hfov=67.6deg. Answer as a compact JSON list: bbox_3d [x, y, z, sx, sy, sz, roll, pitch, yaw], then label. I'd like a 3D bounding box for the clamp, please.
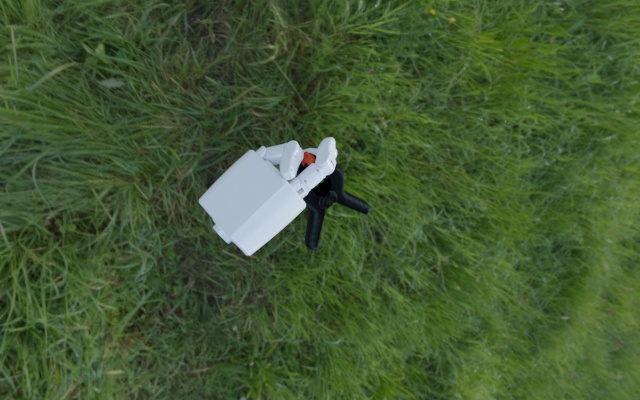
[{"bbox_3d":[0.000,0.002,0.726,0.039,0.120,0.172,39,-11,47],"label":"clamp"}]
